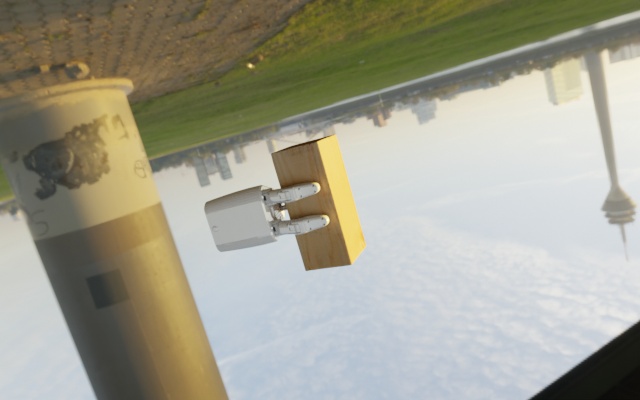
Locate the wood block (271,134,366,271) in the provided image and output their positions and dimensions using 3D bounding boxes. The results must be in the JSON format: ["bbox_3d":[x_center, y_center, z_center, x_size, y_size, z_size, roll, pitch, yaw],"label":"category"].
[{"bbox_3d":[0.000,0.003,0.810,0.090,0.206,0.090,-11,11,24],"label":"wood block"}]
